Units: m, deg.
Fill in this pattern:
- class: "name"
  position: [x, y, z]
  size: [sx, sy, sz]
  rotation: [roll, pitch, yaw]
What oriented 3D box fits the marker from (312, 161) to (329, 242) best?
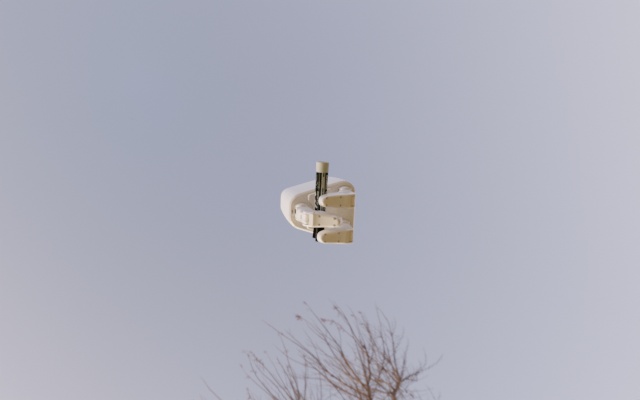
- class: "marker"
  position: [0.000, 0.002, 0.716]
  size: [0.020, 0.121, 0.020]
  rotation: [3, 9, 0]
